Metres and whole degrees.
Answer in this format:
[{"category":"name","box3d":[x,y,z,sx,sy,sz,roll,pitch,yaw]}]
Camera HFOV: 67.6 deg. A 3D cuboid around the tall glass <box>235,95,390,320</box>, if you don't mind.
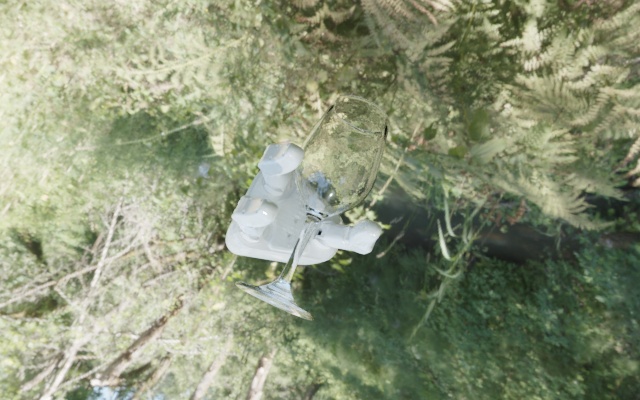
[{"category":"tall glass","box3d":[0.000,0.002,0.440,0.079,0.201,0.079,23,-17,8]}]
